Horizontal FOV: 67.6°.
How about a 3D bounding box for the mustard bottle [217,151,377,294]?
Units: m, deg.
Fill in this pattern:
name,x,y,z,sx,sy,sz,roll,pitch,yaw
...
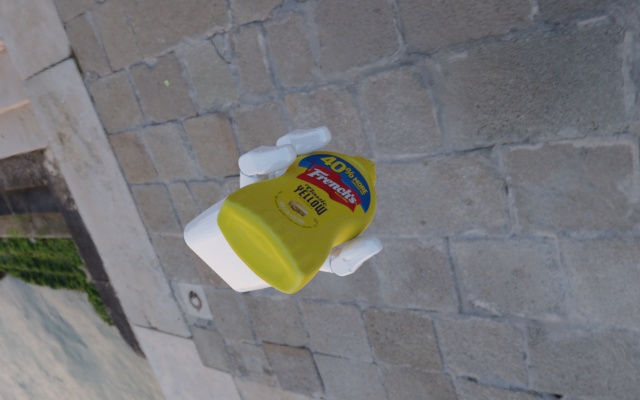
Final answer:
name,x,y,z,sx,sy,sz,roll,pitch,yaw
mustard bottle,0.000,0.001,0.456,0.191,0.096,0.058,-36,-16,-47
